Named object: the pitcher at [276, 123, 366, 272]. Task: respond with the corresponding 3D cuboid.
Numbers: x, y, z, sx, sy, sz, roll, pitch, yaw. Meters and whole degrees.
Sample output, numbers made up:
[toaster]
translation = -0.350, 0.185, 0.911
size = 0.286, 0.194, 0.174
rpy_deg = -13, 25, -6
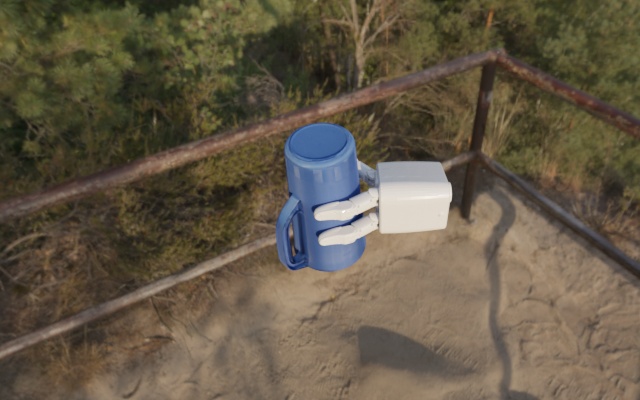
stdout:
[pitcher]
translation = 0.000, 0.003, 0.789
size = 0.145, 0.149, 0.243
rpy_deg = -1, -45, 6
